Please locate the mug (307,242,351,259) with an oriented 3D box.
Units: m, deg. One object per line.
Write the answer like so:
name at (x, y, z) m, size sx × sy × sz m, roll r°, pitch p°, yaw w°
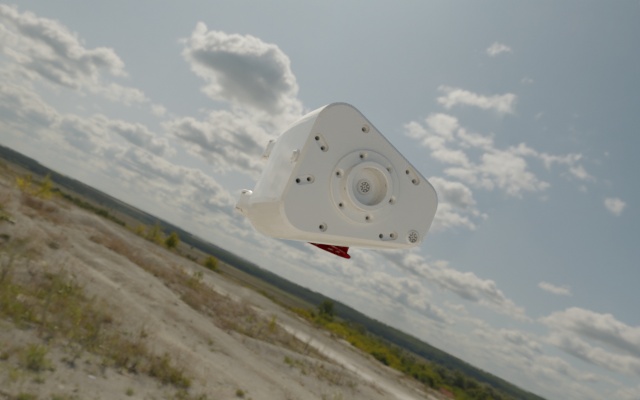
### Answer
mug at (0.000, 0.001, 0.485) m, size 0.093 × 0.081 × 0.117 m, roll 28°, pitch -9°, yaw -17°
